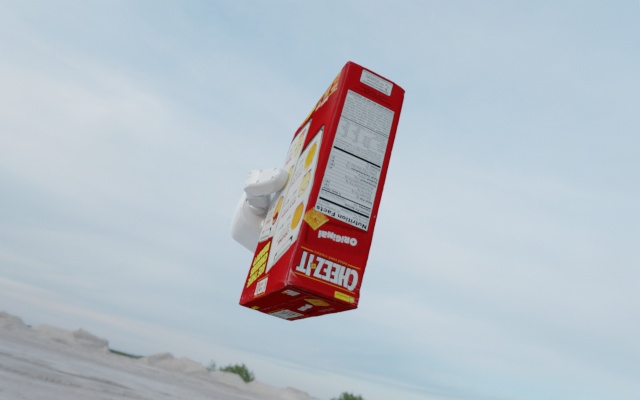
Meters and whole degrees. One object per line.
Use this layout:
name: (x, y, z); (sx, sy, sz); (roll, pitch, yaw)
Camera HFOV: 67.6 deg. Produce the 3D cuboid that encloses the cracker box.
cracker box: (0.000, 0.001, 0.466); (0.072, 0.213, 0.164); (21, -23, -14)
